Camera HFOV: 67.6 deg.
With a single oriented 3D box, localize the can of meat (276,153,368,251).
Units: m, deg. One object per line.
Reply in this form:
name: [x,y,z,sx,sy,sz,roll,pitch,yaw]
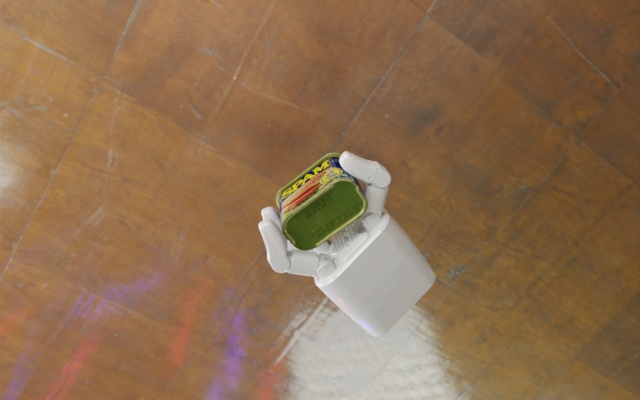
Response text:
can of meat: [0.000,0.002,0.547,0.102,0.057,0.084,-36,22,8]
